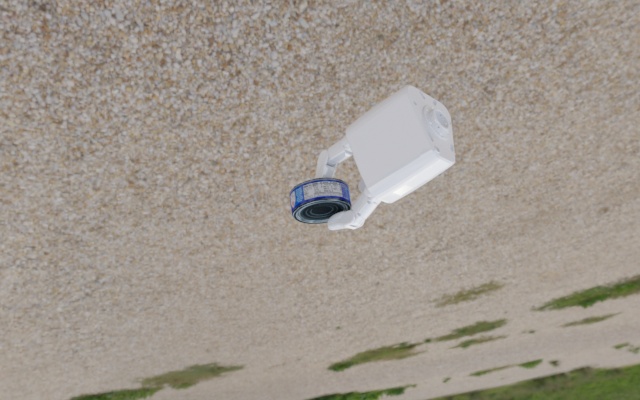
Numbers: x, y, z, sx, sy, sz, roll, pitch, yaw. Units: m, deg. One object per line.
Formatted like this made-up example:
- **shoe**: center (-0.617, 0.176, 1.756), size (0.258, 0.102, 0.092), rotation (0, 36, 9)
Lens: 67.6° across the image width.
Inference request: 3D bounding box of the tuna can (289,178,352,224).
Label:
- **tuna can**: center (0.000, 0.003, 0.671), size (0.086, 0.033, 0.086), rotation (-7, -24, -3)
